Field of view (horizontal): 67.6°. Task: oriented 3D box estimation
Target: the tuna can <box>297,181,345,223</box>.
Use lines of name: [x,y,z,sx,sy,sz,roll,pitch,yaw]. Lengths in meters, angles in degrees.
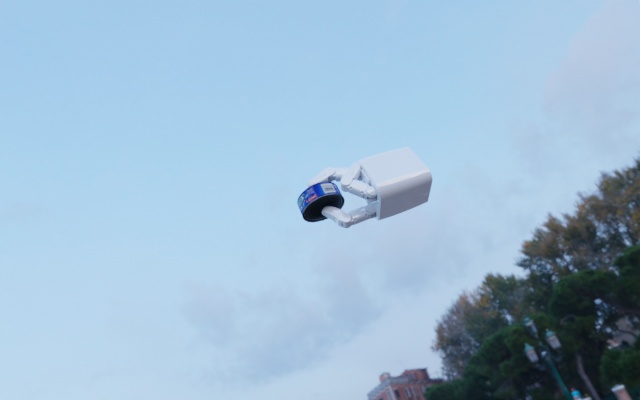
tuna can: [0.000,0.003,0.900,0.086,0.033,0.086,-19,-31,-12]
